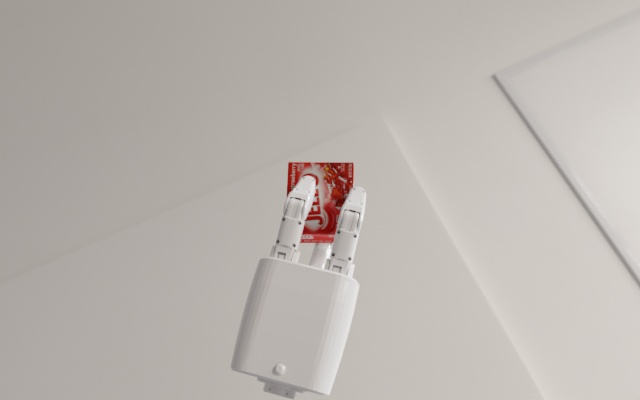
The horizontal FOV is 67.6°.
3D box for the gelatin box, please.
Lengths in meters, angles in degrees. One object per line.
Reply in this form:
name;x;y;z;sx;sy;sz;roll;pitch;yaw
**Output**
gelatin box;0.000;0.002;0.517;0.073;0.089;0.030;0;-27;2
